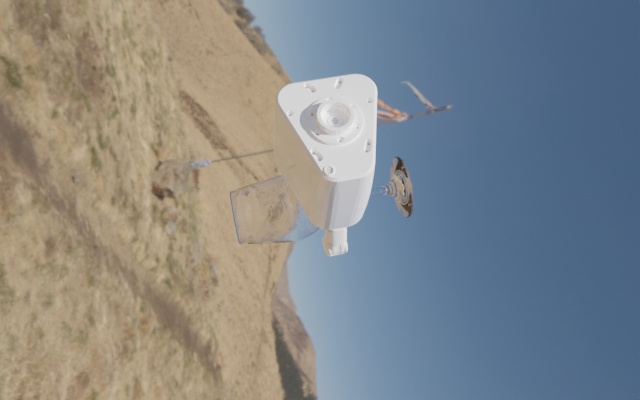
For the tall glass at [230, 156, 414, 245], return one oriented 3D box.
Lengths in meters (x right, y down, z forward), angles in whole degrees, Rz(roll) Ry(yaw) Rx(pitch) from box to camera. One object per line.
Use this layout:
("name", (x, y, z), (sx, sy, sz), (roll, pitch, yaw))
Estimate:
("tall glass", (0.001, 0.002, 0.554), (0.201, 0.079, 0.079), (-11, 1, -8))
